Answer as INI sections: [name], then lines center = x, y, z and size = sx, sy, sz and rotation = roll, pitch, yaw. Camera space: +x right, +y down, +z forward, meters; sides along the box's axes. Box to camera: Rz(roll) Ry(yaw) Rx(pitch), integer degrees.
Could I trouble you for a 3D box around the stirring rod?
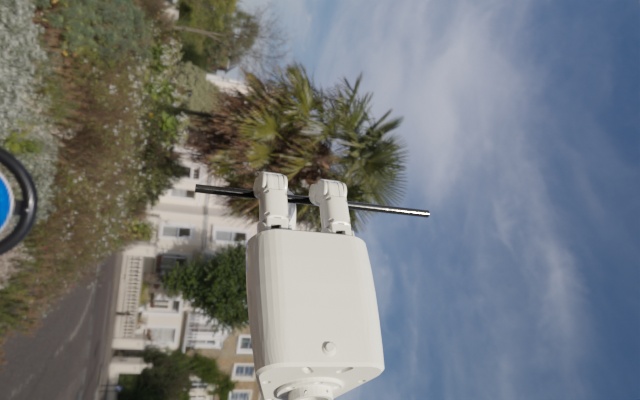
[stirring rod]
center = 0.000, 0.002, 0.471
size = 0.239, 0.011, 0.011
rotation = 6, -2, -18
